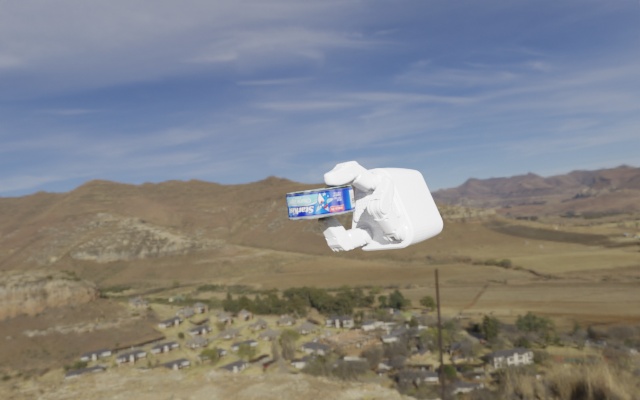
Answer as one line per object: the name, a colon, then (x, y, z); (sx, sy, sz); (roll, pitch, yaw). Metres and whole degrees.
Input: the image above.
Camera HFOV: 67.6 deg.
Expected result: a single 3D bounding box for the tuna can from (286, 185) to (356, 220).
tuna can: (0.000, 0.001, 0.599); (0.086, 0.034, 0.086); (-8, 2, 0)
